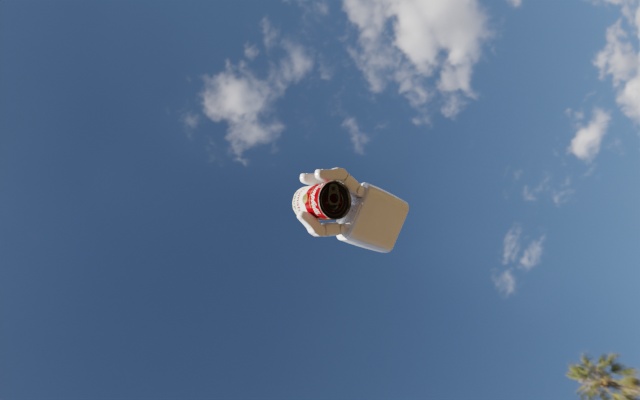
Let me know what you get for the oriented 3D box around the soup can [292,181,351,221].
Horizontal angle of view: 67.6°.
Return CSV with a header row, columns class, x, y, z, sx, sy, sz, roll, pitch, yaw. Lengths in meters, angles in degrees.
class,x,y,z,sx,sy,sz,roll,pitch,yaw
soup can,0.000,0.003,0.868,0.068,0.068,0.102,0,-4,-31
